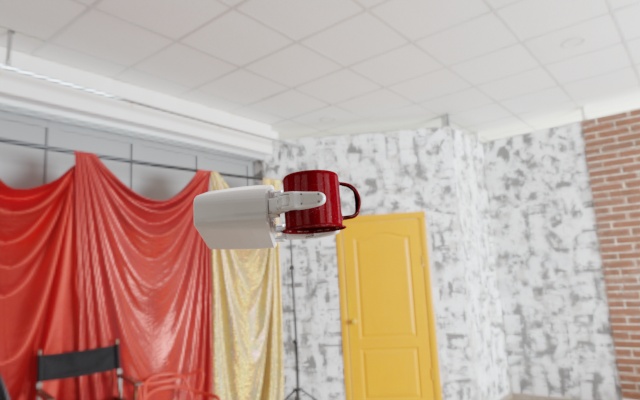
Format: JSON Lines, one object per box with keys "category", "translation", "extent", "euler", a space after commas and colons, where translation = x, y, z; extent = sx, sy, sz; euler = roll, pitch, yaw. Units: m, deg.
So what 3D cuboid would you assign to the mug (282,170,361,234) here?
{"category": "mug", "translation": [0.002, 0.002, 0.689], "extent": [0.117, 0.081, 0.093], "euler": [-4, -9, -2]}
